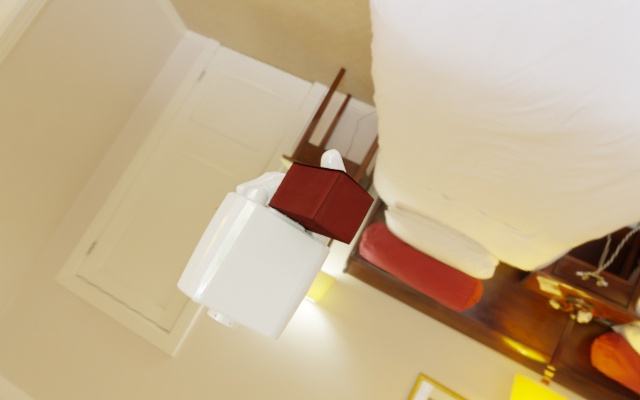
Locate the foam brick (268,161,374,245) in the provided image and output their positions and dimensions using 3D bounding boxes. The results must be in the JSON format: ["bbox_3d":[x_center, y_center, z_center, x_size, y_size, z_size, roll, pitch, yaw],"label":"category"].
[{"bbox_3d":[0.000,0.001,0.450,0.053,0.051,0.078,38,-14,-36],"label":"foam brick"}]
